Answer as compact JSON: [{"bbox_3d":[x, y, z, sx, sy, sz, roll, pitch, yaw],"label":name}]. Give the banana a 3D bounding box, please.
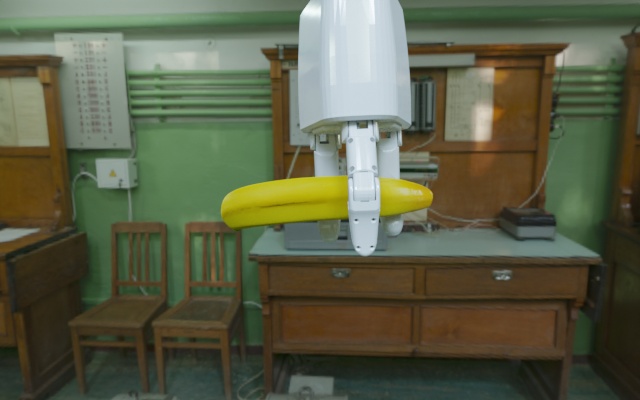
[{"bbox_3d":[-0.011,0.001,0.397,0.198,0.037,0.069,-6,-5,25],"label":"banana"}]
